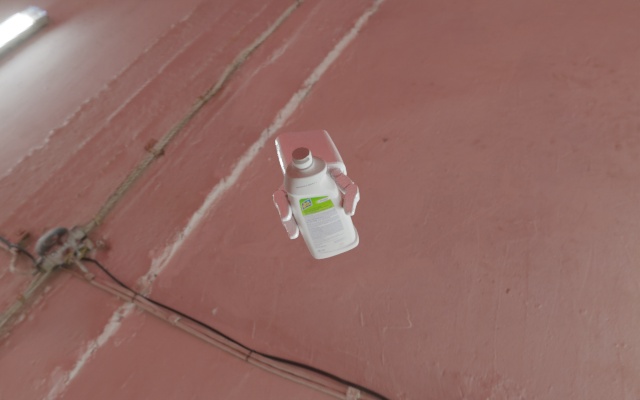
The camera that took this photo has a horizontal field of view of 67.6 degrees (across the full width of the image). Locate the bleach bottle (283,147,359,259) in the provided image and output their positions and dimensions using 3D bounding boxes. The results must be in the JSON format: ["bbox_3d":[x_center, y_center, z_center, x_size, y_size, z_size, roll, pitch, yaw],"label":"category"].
[{"bbox_3d":[0.000,0.003,0.832,0.102,0.068,0.251,-20,-40,-3],"label":"bleach bottle"}]
